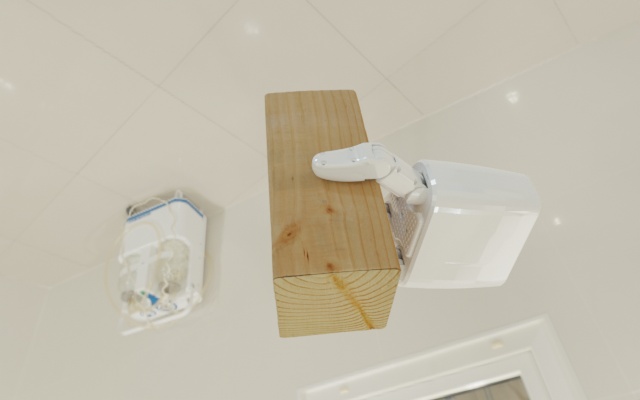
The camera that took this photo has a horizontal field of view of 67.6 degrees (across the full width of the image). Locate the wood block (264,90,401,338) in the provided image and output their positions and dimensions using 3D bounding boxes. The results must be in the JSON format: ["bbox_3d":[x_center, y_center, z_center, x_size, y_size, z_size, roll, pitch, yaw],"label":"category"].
[{"bbox_3d":[0.000,0.001,0.420,0.090,0.206,0.091,-4,-41,-5],"label":"wood block"}]
